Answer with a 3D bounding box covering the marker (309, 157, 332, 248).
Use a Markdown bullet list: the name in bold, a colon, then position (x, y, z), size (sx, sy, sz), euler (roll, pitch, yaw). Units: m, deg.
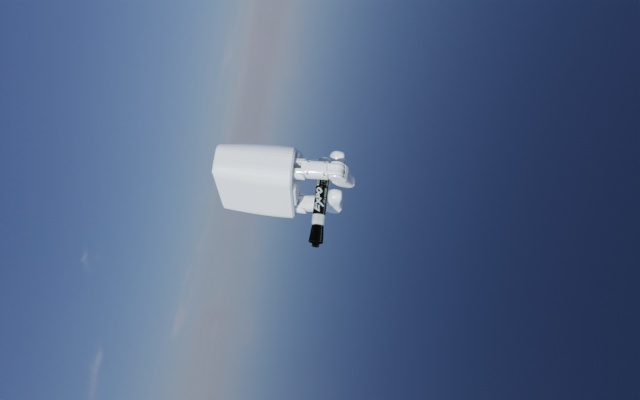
- **marker**: position (0.000, 0.002, 0.628), size (0.020, 0.121, 0.020), euler (6, -17, 2)
